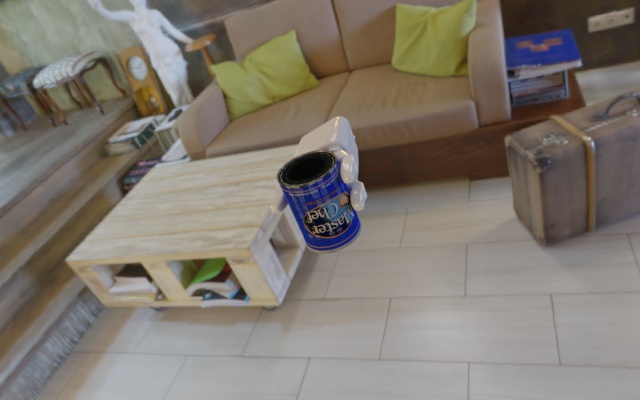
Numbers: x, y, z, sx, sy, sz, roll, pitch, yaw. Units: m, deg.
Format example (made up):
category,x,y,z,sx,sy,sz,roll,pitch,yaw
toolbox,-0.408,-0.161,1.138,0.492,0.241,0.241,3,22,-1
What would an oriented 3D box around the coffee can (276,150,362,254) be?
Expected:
category,x,y,z,sx,sy,sz,roll,pitch,yaw
coffee can,0.000,0.003,0.792,0.103,0.140,0.102,-16,33,10
